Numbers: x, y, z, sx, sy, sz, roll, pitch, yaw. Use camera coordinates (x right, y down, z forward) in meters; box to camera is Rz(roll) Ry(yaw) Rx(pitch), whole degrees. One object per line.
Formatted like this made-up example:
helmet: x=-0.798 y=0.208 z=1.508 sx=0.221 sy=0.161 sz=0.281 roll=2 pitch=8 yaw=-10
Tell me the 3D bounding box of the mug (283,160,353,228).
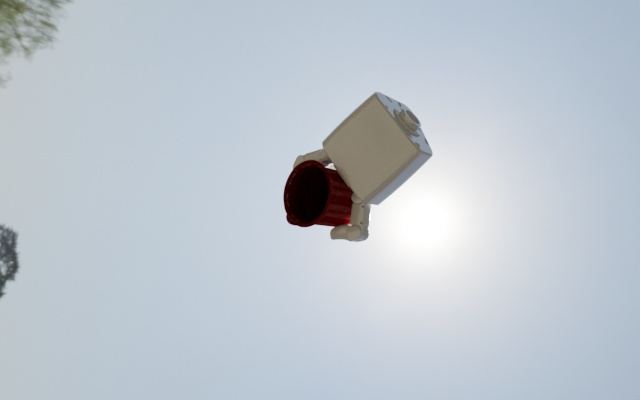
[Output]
mug: x=-0.001 y=0.003 z=0.685 sx=0.081 sy=0.093 sz=0.117 roll=10 pitch=-43 yaw=-46
